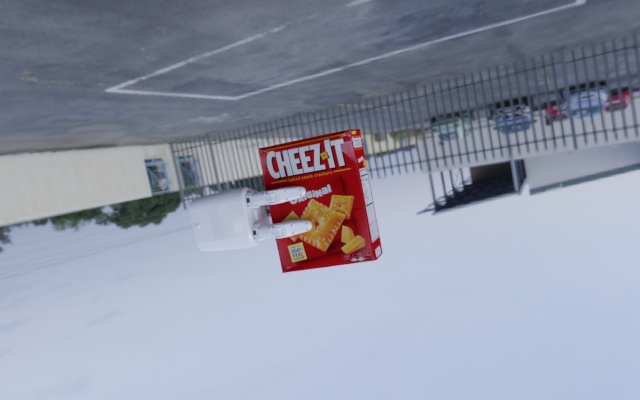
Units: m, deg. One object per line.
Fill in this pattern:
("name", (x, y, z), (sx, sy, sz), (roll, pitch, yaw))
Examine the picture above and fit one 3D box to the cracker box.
("cracker box", (0.000, 0.003, 0.788), (0.164, 0.214, 0.072), (-9, 5, 19))
